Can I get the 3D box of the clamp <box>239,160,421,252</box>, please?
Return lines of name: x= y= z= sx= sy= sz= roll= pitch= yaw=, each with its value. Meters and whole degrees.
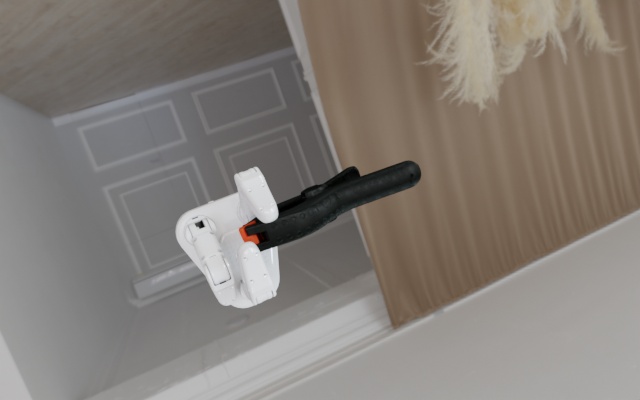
clamp: x=0.000 y=0.002 z=0.463 sx=0.171 sy=0.039 sz=0.120 roll=-22 pitch=5 yaw=-16
